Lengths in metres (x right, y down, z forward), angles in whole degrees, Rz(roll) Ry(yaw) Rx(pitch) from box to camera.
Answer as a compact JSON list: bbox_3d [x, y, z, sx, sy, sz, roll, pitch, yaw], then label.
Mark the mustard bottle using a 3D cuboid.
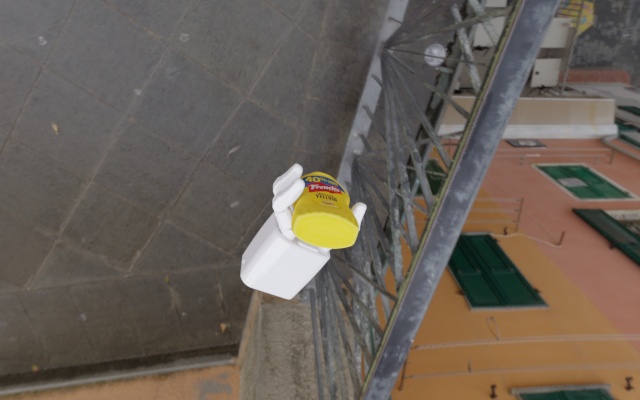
[{"bbox_3d":[0.000,0.002,0.756,0.096,0.058,0.191,10,25,-10],"label":"mustard bottle"}]
